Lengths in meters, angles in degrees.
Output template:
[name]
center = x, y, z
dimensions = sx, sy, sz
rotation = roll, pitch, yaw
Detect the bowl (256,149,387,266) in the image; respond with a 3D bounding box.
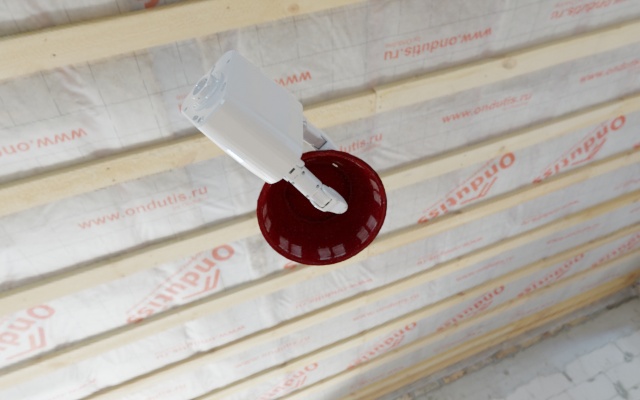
[bowl]
center = 0.001, 0.003, 0.607
dimensions = 0.162, 0.162, 0.055
rotation = 0, 27, -7
